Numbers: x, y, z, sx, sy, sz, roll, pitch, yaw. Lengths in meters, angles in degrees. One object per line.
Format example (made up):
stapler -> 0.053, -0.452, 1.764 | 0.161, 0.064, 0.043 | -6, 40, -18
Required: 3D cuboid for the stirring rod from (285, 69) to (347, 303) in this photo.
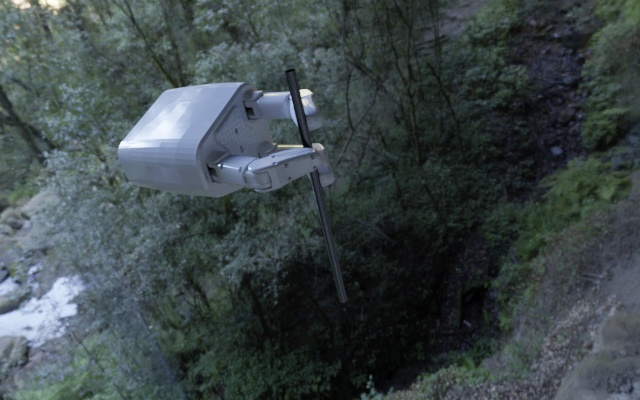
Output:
stirring rod -> 0.000, 0.002, 0.427 | 0.011, 0.240, 0.011 | -10, 31, 6
